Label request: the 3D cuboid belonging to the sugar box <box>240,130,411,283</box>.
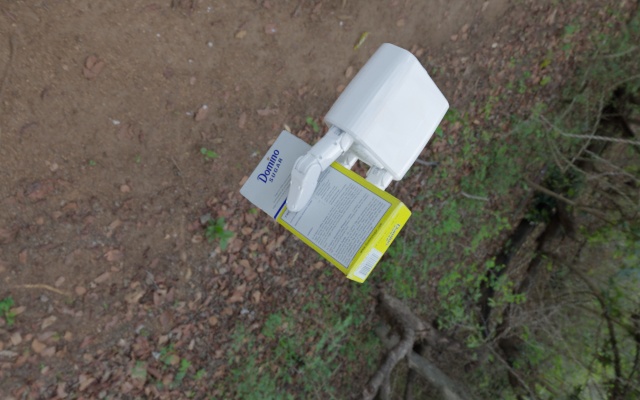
[{"bbox_3d":[0.000,0.002,0.527,0.176,0.093,0.048,35,-1,33],"label":"sugar box"}]
